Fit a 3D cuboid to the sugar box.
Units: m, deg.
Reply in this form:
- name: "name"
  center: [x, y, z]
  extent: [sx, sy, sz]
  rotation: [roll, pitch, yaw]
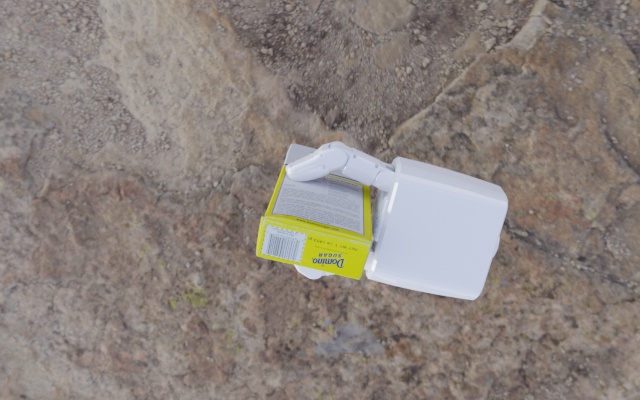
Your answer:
- name: "sugar box"
  center: [0.000, 0.002, 0.467]
  extent: [0.093, 0.048, 0.176]
  rotation: [14, 24, -2]
